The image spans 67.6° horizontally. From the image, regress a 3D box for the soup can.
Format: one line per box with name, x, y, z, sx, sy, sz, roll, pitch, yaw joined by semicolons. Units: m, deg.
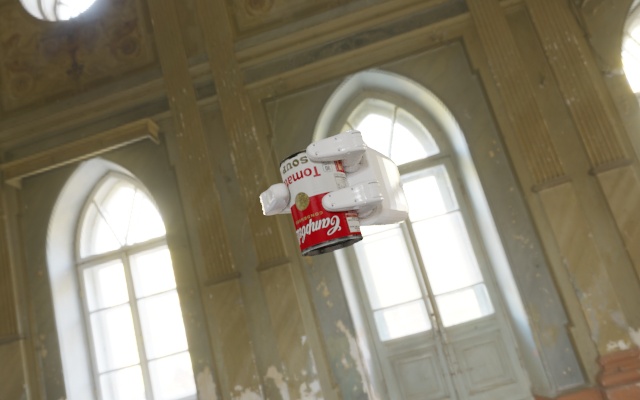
soup can;0.000;0.001;0.511;0.068;0.102;0.068;-14;-12;-3
